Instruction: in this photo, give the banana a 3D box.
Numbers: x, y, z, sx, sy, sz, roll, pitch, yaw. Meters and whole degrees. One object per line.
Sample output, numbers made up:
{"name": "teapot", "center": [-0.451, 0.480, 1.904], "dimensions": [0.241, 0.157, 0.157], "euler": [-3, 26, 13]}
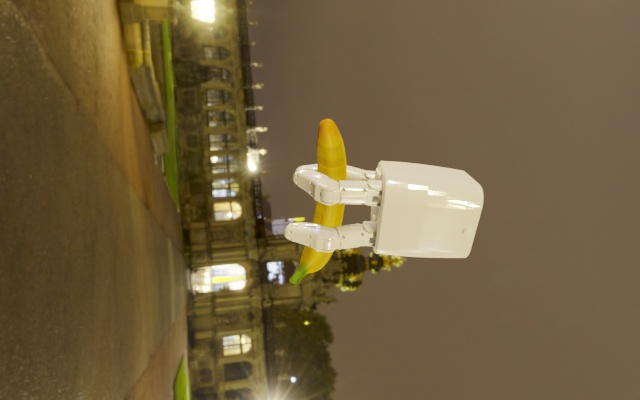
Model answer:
{"name": "banana", "center": [0.006, 0.003, 0.571], "dimensions": [0.037, 0.198, 0.069], "euler": [13, 10, 19]}
